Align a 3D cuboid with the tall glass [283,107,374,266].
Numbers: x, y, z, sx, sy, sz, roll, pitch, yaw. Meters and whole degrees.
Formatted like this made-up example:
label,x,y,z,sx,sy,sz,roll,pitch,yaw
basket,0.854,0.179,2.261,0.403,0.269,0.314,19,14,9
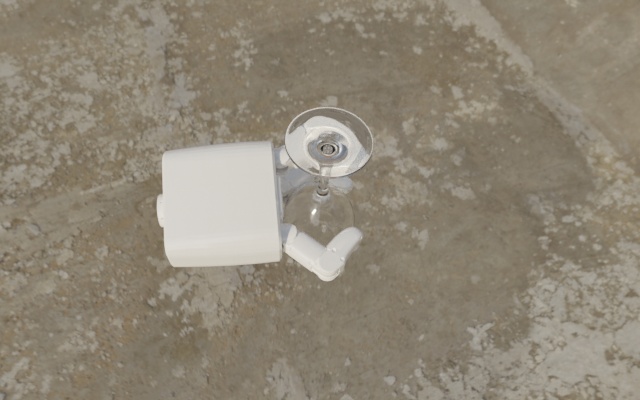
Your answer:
label,x,y,z,sx,sy,sz,roll,pitch,yaw
tall glass,0.000,0.001,0.479,0.079,0.079,0.201,0,-31,-4
